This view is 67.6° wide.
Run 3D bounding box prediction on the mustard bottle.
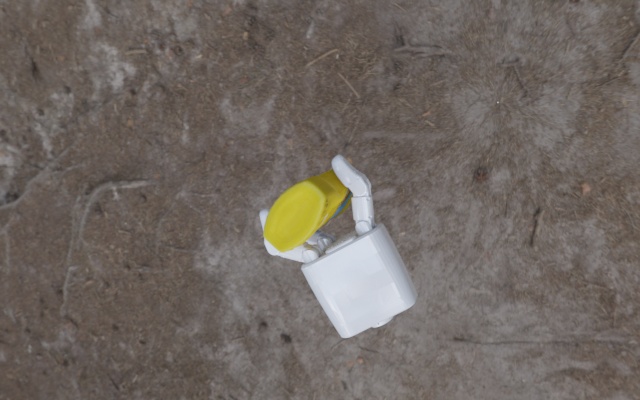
[{"bbox_3d":[0.000,0.002,0.630,0.058,0.096,0.191,40,21,9],"label":"mustard bottle"}]
